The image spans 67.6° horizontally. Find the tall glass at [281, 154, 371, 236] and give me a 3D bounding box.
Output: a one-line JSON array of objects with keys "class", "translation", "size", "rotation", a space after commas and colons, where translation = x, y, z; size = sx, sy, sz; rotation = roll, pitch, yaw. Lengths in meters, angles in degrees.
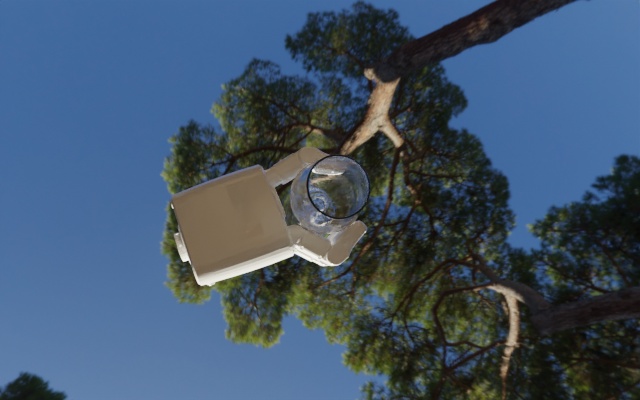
[{"class": "tall glass", "translation": [0.000, 0.002, 0.541], "size": [0.079, 0.079, 0.201], "rotation": [0, -9, -10]}]
